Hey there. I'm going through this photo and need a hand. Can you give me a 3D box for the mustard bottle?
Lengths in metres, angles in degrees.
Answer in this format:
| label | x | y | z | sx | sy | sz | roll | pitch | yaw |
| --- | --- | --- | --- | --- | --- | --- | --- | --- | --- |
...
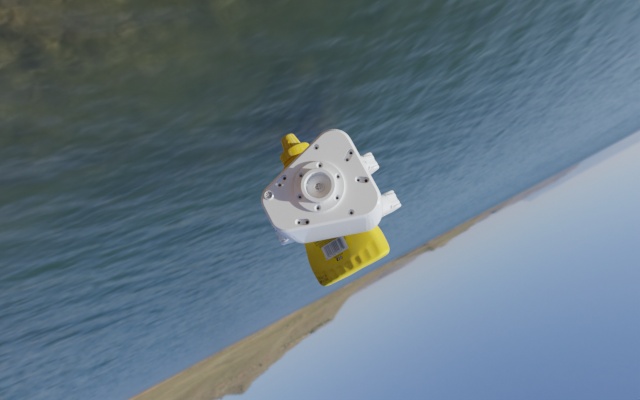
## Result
| label | x | y | z | sx | sy | sz | roll | pitch | yaw |
| --- | --- | --- | --- | --- | --- | --- | --- | --- | --- |
| mustard bottle | 0.000 | 0.002 | 0.594 | 0.096 | 0.191 | 0.058 | -33 | -11 | 25 |
